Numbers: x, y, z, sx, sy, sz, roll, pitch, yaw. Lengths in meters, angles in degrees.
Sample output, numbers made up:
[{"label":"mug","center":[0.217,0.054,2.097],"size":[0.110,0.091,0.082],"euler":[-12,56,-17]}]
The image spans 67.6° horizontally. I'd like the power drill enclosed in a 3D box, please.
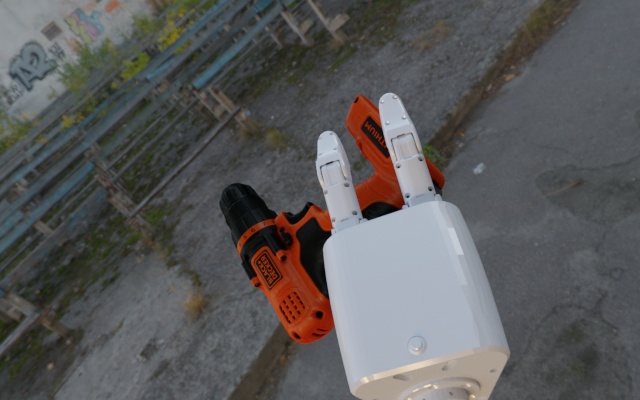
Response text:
[{"label":"power drill","center":[0.000,0.001,0.426],"size":[0.057,0.188,0.184],"euler":[23,24,-53]}]
